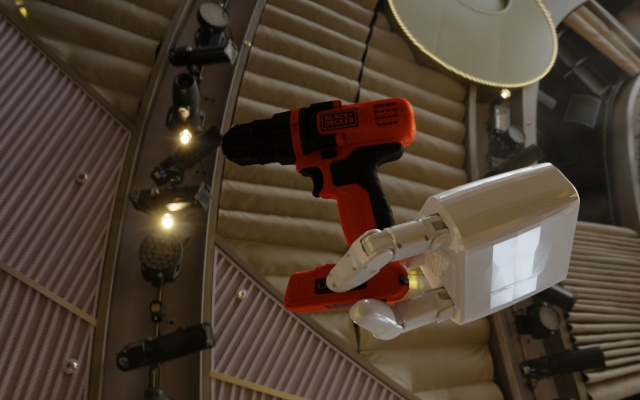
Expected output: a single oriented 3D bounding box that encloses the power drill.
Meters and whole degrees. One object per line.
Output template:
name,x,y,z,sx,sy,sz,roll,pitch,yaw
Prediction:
power drill,0.000,0.002,0.427,0.184,0.187,0.057,-8,-17,11
